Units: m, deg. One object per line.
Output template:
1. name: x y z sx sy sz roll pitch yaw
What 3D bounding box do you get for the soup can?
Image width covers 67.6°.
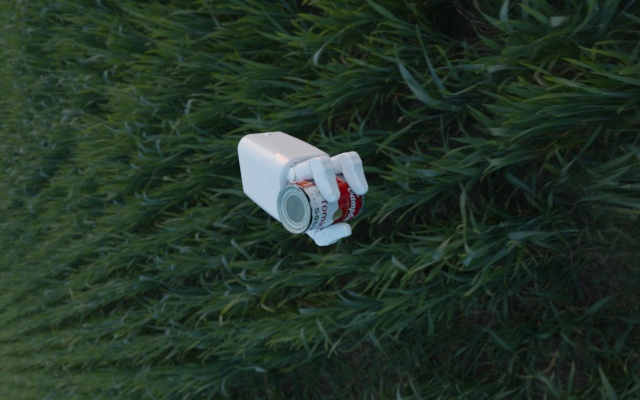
1. soup can: 0.000 0.002 0.644 0.102 0.068 0.068 -14 10 -44
